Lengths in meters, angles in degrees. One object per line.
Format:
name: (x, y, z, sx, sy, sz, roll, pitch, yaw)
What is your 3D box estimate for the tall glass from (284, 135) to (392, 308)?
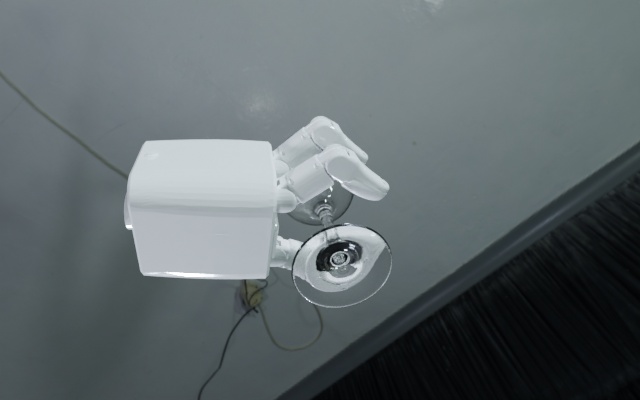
tall glass: (0.000, 0.002, 0.429, 0.079, 0.079, 0.201, 0, 28, -10)
